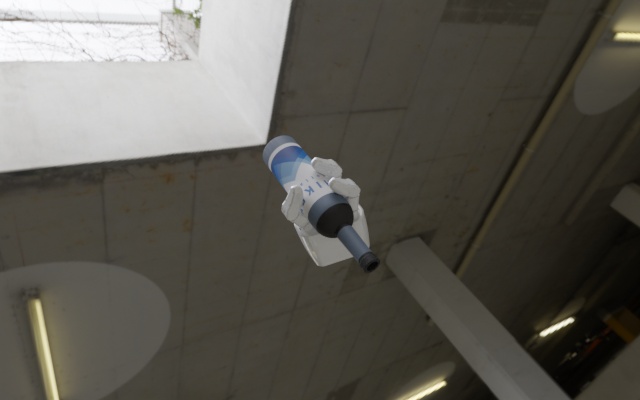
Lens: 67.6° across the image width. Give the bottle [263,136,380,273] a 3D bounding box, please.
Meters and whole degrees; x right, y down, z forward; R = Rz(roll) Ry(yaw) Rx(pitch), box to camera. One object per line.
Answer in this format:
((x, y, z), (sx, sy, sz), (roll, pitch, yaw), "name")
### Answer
((0.000, 0.002, 0.760), (0.069, 0.069, 0.295), (0, 38, -39), "bottle")
